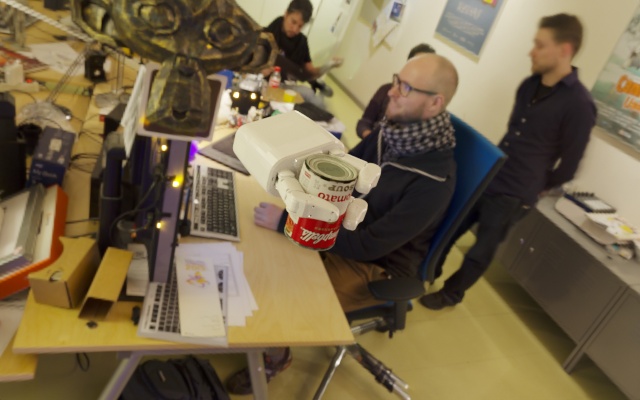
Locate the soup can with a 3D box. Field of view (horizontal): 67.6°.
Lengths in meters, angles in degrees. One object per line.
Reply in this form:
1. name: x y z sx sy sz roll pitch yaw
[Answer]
1. soup can: 0.000 0.002 0.592 0.068 0.102 0.068 14 29 -8
